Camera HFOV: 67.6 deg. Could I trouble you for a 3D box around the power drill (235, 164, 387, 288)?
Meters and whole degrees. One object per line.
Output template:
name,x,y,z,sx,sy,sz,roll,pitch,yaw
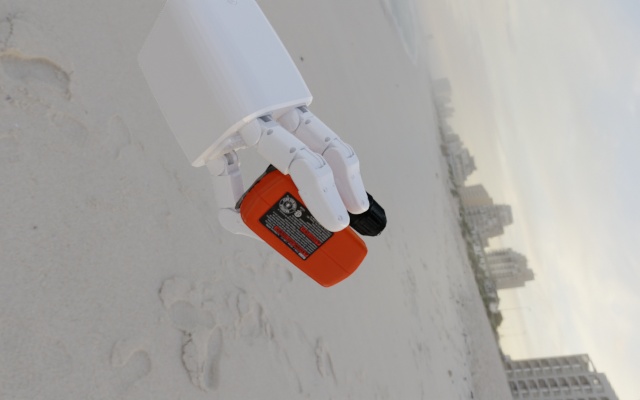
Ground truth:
power drill,0.000,0.001,0.456,0.184,0.057,0.187,40,17,-14
